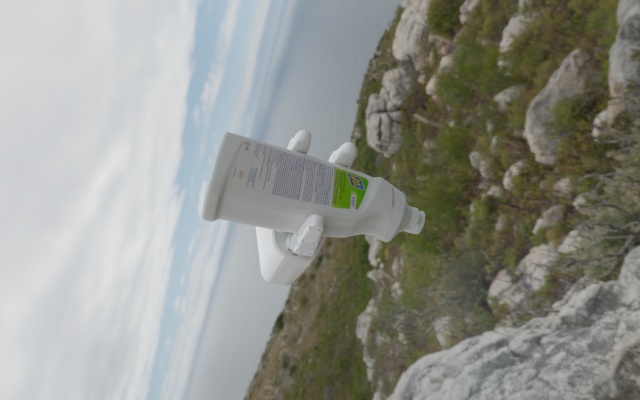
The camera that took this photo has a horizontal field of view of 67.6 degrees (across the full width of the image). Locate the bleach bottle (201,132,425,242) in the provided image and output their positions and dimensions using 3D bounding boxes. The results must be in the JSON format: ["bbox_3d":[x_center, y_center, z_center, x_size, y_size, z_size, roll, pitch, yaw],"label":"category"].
[{"bbox_3d":[0.000,0.002,0.548,0.251,0.102,0.068,15,-33,-11],"label":"bleach bottle"}]
